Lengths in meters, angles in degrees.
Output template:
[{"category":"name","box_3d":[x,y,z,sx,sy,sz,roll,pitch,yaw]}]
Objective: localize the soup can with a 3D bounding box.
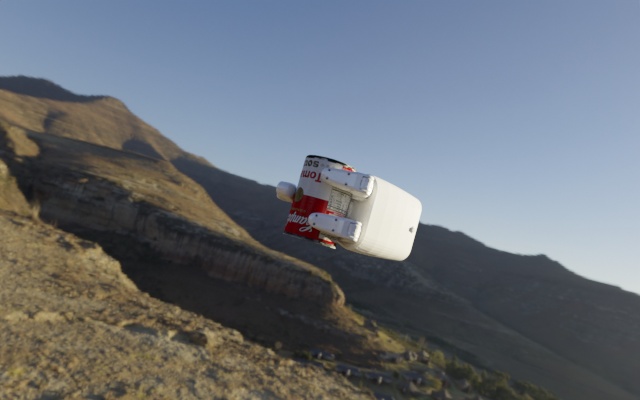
[{"category":"soup can","box_3d":[0.000,0.002,0.592,0.068,0.102,0.068,16,-4,1]}]
